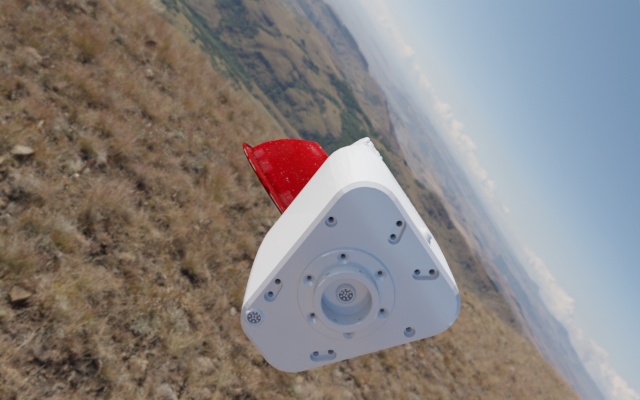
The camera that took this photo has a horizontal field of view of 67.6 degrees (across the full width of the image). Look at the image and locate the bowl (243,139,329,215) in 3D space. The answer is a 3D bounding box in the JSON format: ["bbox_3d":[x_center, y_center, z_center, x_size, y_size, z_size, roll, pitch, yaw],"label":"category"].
[{"bbox_3d":[0.000,0.001,0.426,0.055,0.162,0.162,-35,-1,1],"label":"bowl"}]
